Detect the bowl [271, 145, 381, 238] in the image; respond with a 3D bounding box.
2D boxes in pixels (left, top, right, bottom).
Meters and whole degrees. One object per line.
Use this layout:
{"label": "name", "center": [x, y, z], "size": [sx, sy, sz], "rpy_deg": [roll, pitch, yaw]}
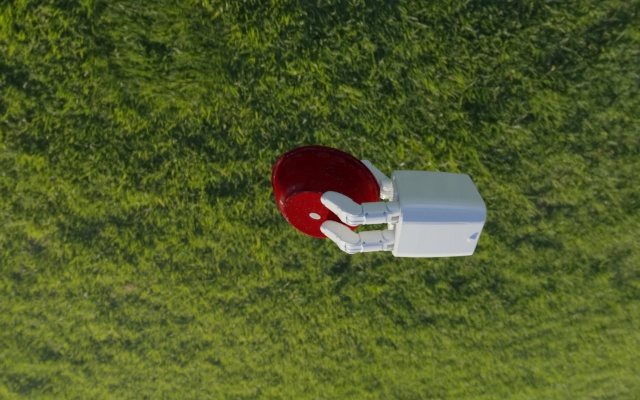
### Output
{"label": "bowl", "center": [-0.001, 0.003, 0.669], "size": [0.162, 0.162, 0.055], "rpy_deg": [0, 44, 19]}
